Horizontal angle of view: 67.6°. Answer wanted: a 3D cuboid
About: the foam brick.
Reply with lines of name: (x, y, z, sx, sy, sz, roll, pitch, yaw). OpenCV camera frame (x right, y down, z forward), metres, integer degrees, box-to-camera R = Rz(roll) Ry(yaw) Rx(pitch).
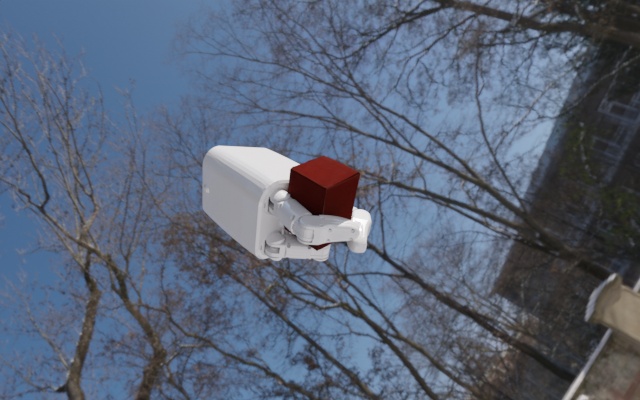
foam brick: (0.000, 0.001, 0.494, 0.051, 0.078, 0.053, 32, 39, 32)
